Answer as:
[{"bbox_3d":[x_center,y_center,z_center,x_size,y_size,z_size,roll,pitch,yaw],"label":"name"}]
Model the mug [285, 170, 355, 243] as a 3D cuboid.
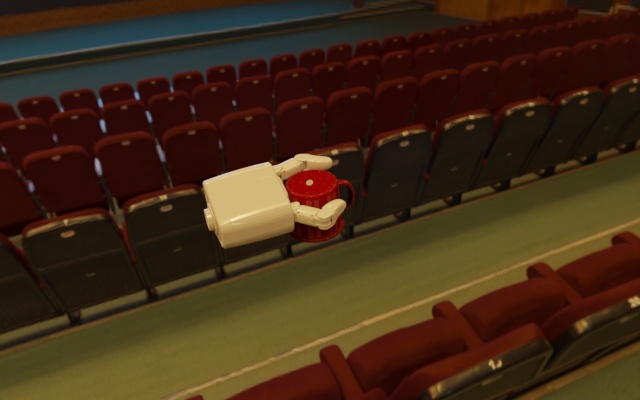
[{"bbox_3d":[0.001,0.002,0.745,0.117,0.082,0.093,-16,35,-16],"label":"mug"}]
